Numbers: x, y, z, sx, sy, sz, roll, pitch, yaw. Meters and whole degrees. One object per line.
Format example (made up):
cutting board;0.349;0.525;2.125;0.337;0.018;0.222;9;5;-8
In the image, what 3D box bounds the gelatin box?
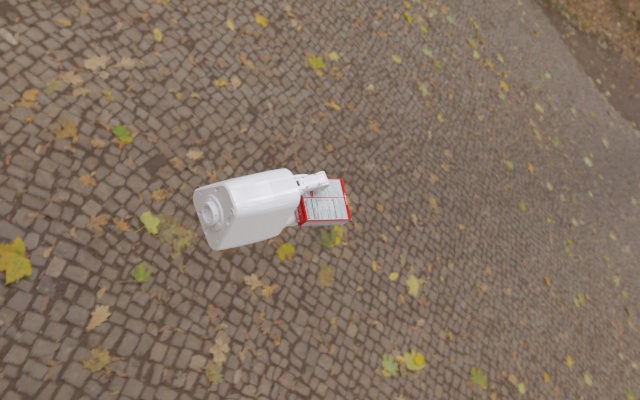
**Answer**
gelatin box;0.001;0.002;0.763;0.089;0.073;0.030;-1;-21;-32
